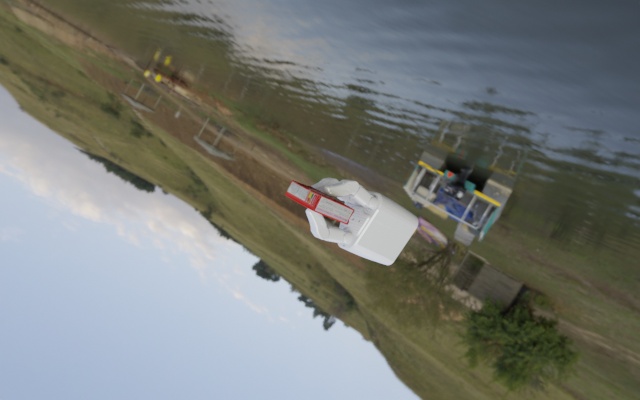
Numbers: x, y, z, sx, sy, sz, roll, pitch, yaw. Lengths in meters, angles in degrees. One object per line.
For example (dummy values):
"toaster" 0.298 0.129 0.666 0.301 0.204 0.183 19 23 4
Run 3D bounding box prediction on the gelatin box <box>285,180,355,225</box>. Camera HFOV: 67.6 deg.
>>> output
"gelatin box" 0.000 0.003 0.758 0.089 0.030 0.073 22 5 -46
